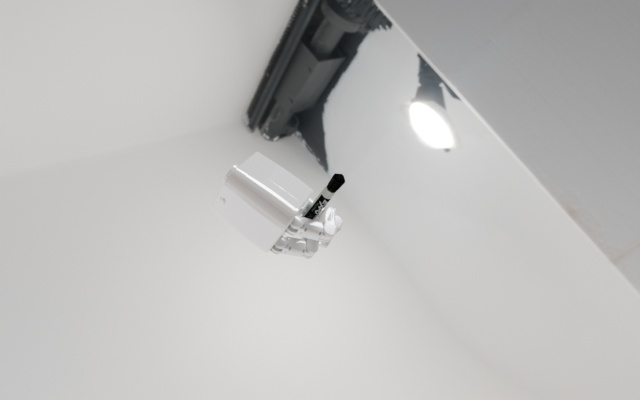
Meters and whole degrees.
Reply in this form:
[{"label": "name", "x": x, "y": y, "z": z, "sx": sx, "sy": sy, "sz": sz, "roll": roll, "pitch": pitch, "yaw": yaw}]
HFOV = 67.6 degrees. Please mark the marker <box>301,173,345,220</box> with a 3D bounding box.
[{"label": "marker", "x": 0.000, "y": 0.002, "z": 0.681, "sx": 0.020, "sy": 0.020, "sz": 0.121, "roll": 0, "pitch": -35, "yaw": -34}]
